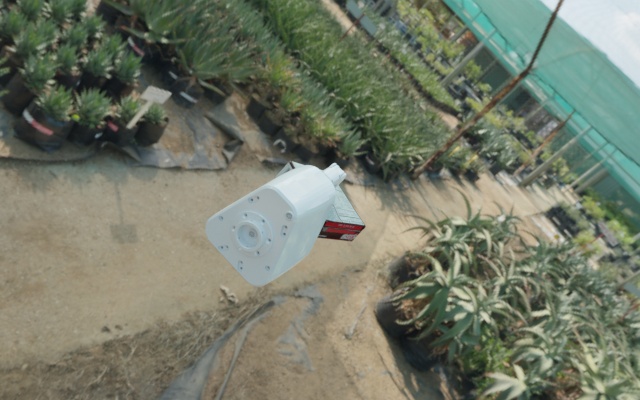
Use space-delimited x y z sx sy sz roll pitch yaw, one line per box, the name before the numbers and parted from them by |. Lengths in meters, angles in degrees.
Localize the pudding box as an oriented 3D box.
pudding box | 0.000 0.002 0.657 0.090 0.113 0.039 12 -50 -49
